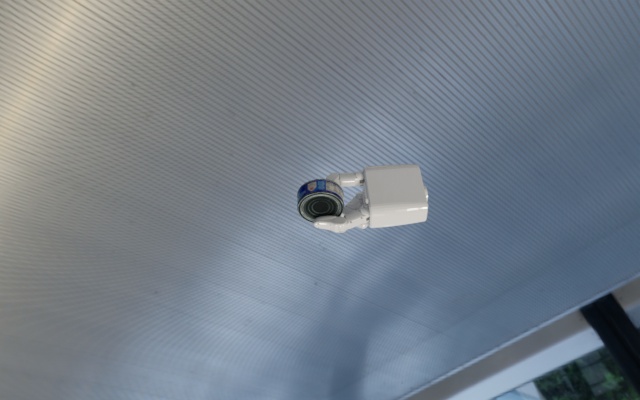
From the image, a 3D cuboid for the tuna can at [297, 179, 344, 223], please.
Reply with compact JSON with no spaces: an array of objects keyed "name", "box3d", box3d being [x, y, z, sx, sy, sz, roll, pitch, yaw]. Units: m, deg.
[{"name":"tuna can","box3d":[0.000,0.003,0.862,0.086,0.033,0.086,-1,-44,-1]}]
